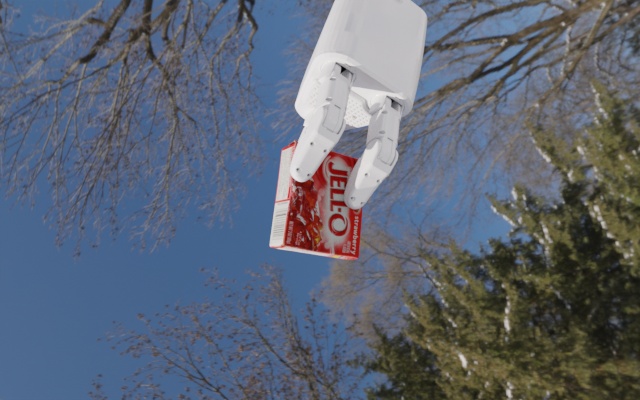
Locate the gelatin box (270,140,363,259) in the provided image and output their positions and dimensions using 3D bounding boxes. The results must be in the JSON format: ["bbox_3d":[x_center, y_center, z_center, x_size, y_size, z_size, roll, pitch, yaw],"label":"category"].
[{"bbox_3d":[0.000,0.002,0.407,0.073,0.089,0.030,13,-13,-29],"label":"gelatin box"}]
